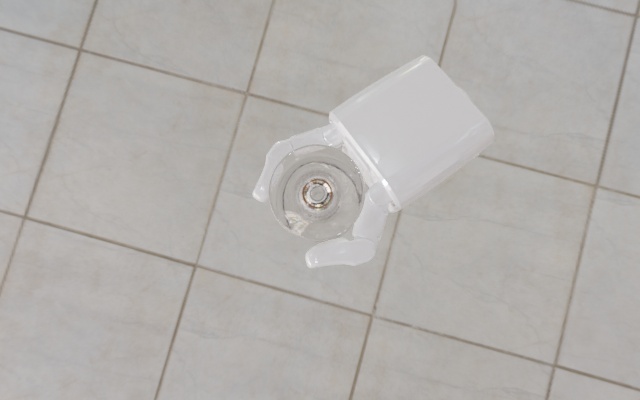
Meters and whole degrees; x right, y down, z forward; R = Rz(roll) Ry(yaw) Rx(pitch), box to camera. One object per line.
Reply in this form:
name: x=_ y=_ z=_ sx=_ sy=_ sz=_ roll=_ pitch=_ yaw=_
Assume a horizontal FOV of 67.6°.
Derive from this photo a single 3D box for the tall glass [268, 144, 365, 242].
tall glass: x=0.000 y=0.001 z=0.462 sx=0.079 sy=0.079 sz=0.201 roll=0 pitch=-5 yaw=1
